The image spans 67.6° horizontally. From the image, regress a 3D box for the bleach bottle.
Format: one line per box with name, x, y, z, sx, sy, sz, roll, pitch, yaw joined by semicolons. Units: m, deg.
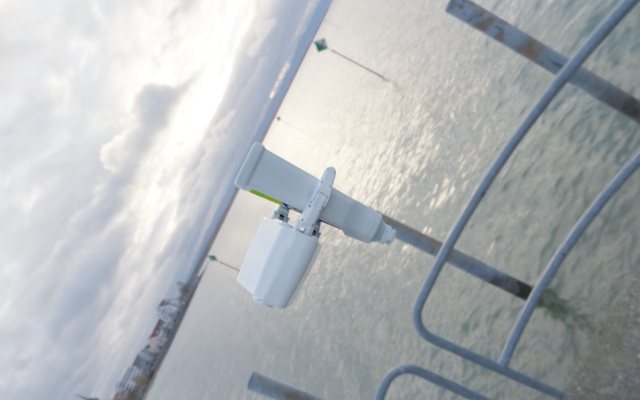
bleach bottle;0.000;0.002;0.706;0.251;0.068;0.102;26;-6;-10
